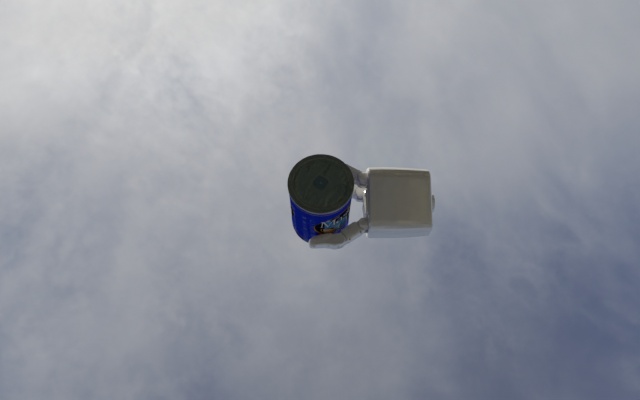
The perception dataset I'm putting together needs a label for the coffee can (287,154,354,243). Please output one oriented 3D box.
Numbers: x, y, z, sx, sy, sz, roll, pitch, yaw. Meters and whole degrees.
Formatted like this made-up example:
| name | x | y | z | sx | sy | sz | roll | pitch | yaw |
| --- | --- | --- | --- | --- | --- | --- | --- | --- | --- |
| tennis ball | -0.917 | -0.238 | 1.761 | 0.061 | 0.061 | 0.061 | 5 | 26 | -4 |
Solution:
| name | x | y | z | sx | sy | sz | roll | pitch | yaw |
| --- | --- | --- | --- | --- | --- | --- | --- | --- | --- |
| coffee can | 0.000 | 0.003 | 0.790 | 0.103 | 0.102 | 0.140 | 0 | -26 | 0 |
